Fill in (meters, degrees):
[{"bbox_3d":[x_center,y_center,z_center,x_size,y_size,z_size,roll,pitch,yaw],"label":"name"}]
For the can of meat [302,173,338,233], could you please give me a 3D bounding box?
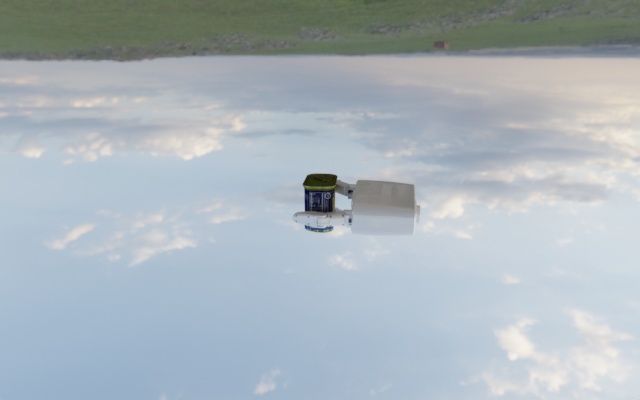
[{"bbox_3d":[0.000,0.003,0.859,0.057,0.084,0.102,1,16,4],"label":"can of meat"}]
